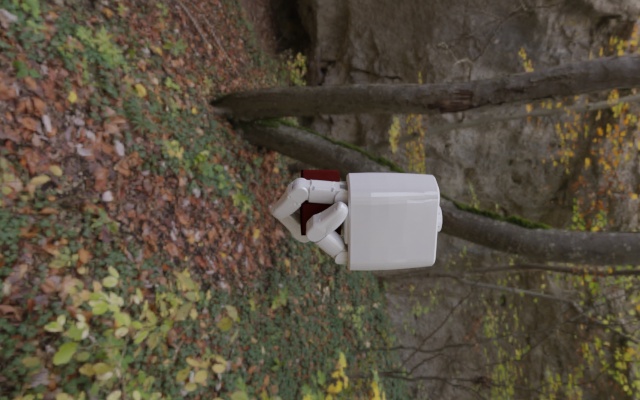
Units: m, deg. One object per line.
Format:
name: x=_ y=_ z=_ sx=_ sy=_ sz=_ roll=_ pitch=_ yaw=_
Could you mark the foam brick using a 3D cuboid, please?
foam brick: x=0.000 y=0.002 z=0.613 sx=0.051 sy=0.053 sz=0.078 roll=-1 pitch=36 yaw=0
